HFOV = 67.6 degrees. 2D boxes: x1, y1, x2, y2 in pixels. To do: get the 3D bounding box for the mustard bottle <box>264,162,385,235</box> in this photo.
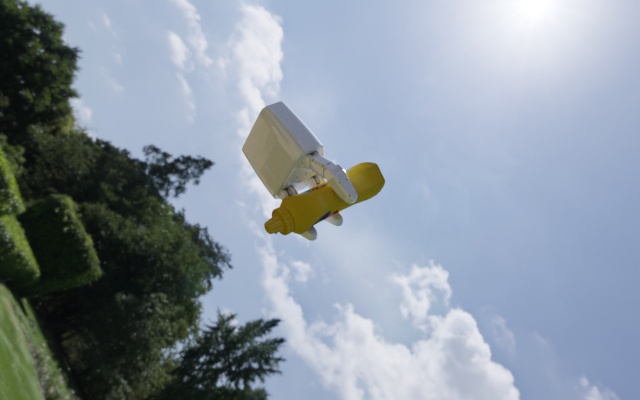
[{"bbox_3d":[0.000,0.003,0.709,0.191,0.058,0.096,-26,1,-30],"label":"mustard bottle"}]
